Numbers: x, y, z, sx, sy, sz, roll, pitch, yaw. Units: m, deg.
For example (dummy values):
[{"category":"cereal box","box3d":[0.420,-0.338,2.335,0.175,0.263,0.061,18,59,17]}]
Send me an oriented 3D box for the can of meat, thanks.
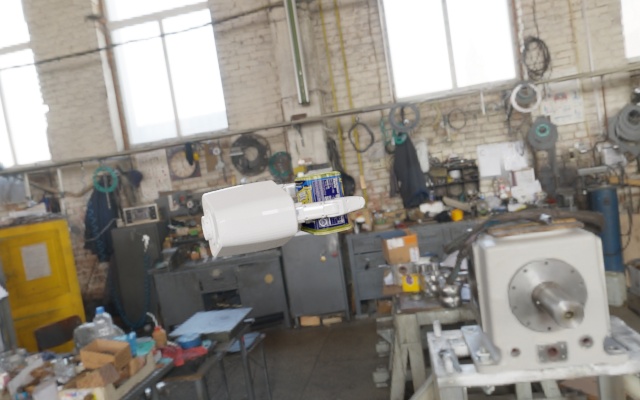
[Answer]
[{"category":"can of meat","box3d":[0.000,0.002,0.710,0.057,0.084,0.102,-11,4,-18]}]
